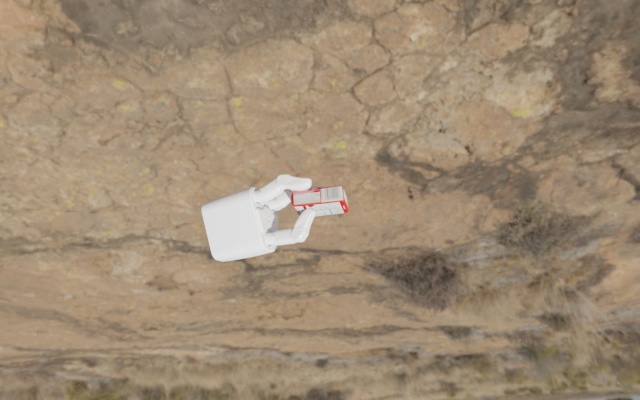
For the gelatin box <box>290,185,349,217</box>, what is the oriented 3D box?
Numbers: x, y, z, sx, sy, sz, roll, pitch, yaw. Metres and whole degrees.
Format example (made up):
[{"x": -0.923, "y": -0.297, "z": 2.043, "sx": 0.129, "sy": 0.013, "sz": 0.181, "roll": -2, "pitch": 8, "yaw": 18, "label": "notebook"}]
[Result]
[{"x": 0.000, "y": 0.003, "z": 0.819, "sx": 0.089, "sy": 0.030, "sz": 0.073, "roll": -6, "pitch": -19, "yaw": 8, "label": "gelatin box"}]
